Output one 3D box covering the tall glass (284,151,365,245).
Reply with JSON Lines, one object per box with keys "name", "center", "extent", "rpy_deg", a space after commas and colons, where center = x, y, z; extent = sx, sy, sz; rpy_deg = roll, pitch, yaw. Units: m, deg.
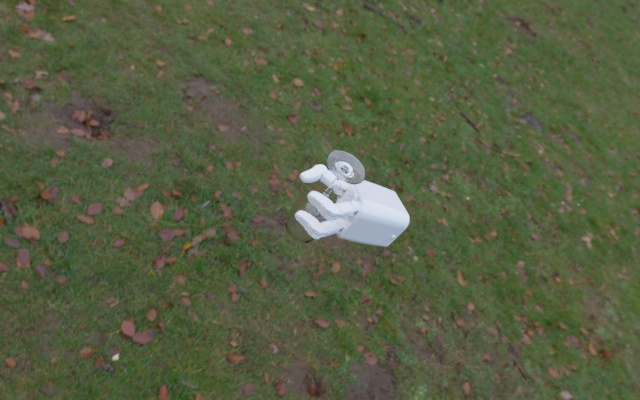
{"name": "tall glass", "center": [0.000, 0.002, 0.873], "extent": [0.079, 0.079, 0.201], "rpy_deg": [0, -37, -34]}
